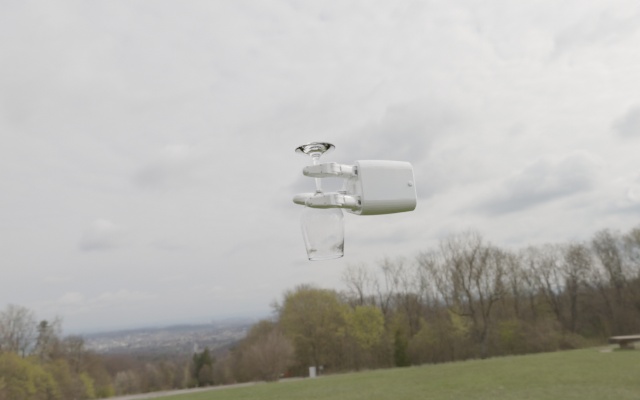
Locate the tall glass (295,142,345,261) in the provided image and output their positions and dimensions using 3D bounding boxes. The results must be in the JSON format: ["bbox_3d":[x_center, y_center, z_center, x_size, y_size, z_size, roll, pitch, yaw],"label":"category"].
[{"bbox_3d":[0.000,0.002,0.846,0.079,0.201,0.079,-5,-12,-1],"label":"tall glass"}]
